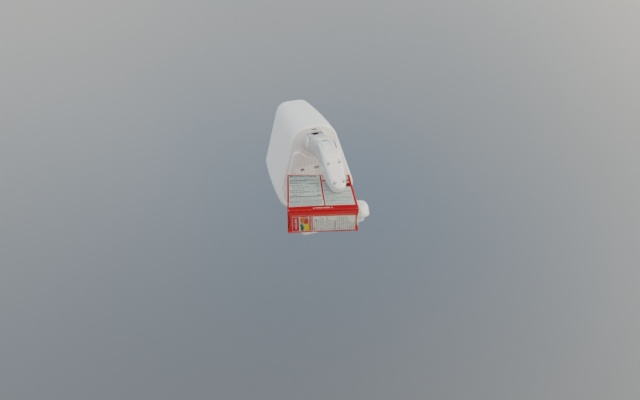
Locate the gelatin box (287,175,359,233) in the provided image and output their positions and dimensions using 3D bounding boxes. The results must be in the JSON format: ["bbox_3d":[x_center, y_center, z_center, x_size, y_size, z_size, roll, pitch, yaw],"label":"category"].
[{"bbox_3d":[0.000,0.001,0.521,0.073,0.030,0.089,-2,27,-3],"label":"gelatin box"}]
